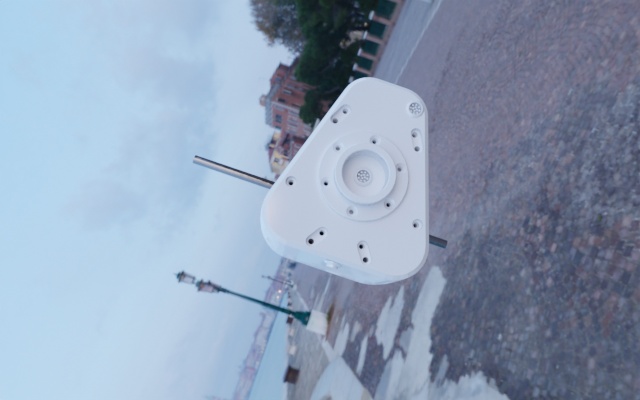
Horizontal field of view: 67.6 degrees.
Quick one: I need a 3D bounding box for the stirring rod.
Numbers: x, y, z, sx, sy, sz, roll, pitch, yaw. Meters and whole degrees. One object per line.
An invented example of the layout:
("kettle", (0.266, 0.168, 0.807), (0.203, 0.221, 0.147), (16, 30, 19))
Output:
("stirring rod", (0.000, 0.001, 0.433), (0.239, 0.011, 0.011), (19, 0, -1))
